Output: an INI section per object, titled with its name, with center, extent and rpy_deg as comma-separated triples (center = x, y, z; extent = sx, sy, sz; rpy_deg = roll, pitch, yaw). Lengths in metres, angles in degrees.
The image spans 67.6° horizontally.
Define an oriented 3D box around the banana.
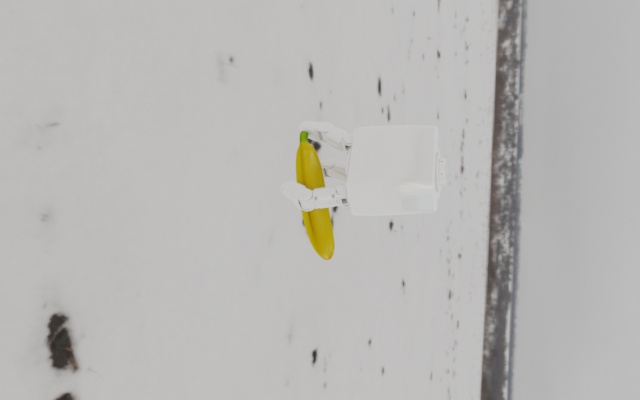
[banana]
center = -0.005, 0.005, 0.667
extent = 0.037, 0.198, 0.069
rpy_deg = -4, 19, 15
